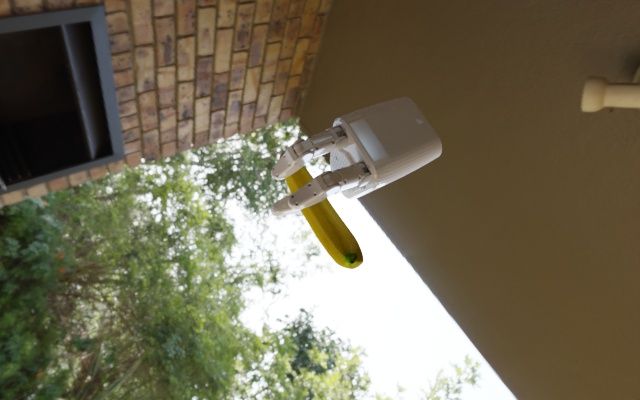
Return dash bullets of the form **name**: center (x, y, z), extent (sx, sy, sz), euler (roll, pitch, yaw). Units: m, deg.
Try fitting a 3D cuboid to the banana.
- **banana**: center (0.004, 0.017, 0.566), extent (0.037, 0.070, 0.197), euler (-24, 48, -13)
